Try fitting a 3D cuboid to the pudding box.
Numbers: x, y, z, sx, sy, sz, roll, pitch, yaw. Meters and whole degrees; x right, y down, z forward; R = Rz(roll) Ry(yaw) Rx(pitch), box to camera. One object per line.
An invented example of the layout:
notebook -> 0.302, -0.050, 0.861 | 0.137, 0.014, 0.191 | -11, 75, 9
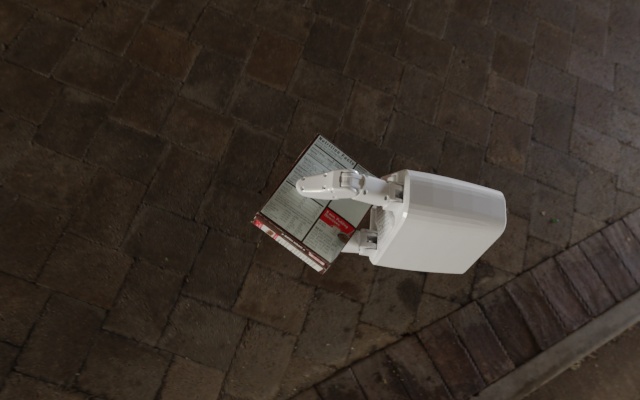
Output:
pudding box -> 0.000, 0.002, 0.480 | 0.090, 0.113, 0.039 | 36, -25, -1
